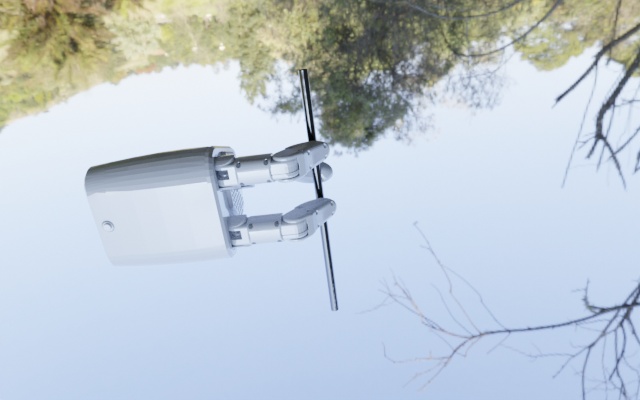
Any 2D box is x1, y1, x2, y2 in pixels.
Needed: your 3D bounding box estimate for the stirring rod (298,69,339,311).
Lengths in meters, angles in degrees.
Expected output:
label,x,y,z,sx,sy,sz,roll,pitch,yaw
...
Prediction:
label,x,y,z,sx,sy,sz,roll,pitch,yaw
stirring rod,0.000,0.001,0.442,0.011,0.240,0.011,-6,23,3
